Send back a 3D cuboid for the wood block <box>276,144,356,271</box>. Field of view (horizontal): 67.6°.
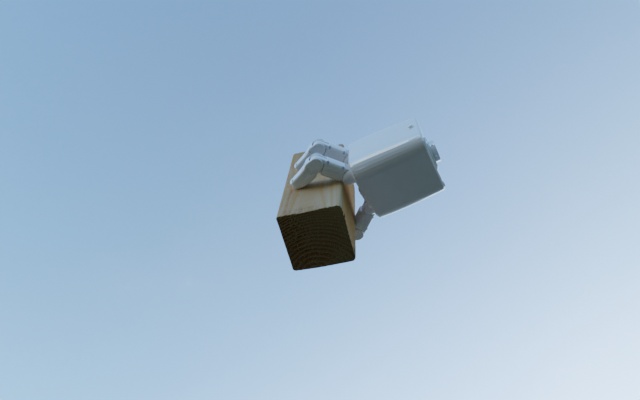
[{"bbox_3d":[0.001,0.002,0.716,0.090,0.091,0.206,-11,27,10],"label":"wood block"}]
